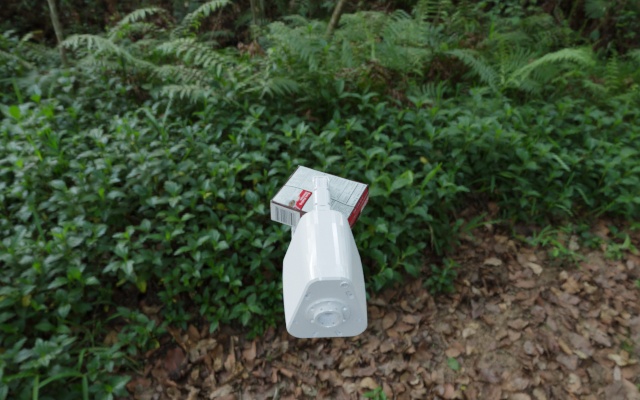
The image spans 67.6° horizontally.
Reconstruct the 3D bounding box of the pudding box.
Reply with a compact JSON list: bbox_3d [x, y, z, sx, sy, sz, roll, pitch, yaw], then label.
[{"bbox_3d":[0.000,0.002,0.659,0.113,0.039,0.090,18,45,17],"label":"pudding box"}]
